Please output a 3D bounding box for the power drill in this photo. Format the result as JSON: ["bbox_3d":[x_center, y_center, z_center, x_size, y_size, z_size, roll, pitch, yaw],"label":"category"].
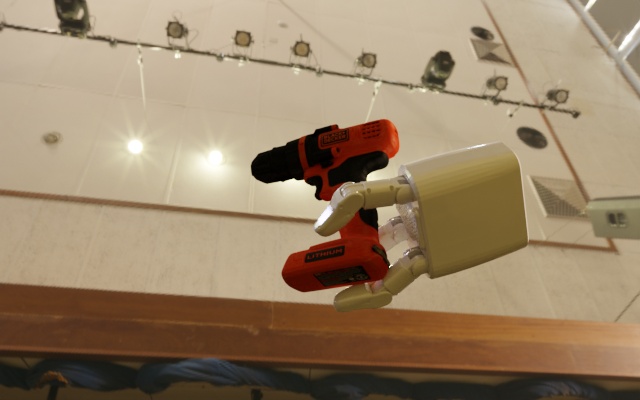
[{"bbox_3d":[0.000,0.002,0.525,0.184,0.187,0.057,-13,-34,20],"label":"power drill"}]
